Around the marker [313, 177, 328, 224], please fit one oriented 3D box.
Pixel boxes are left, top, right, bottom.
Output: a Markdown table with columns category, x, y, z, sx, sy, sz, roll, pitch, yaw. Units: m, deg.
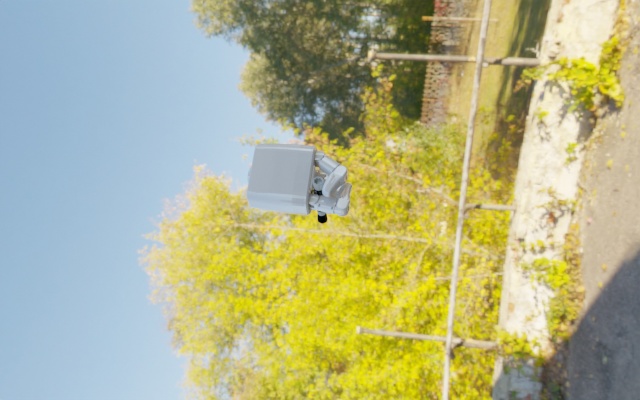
| category | x | y | z | sx | sy | sz | roll | pitch | yaw |
| --- | --- | --- | --- | --- | --- | --- | --- | --- | --- |
| marker | 0.000 | 0.003 | 0.824 | 0.020 | 0.020 | 0.121 | 0 | -35 | 5 |
